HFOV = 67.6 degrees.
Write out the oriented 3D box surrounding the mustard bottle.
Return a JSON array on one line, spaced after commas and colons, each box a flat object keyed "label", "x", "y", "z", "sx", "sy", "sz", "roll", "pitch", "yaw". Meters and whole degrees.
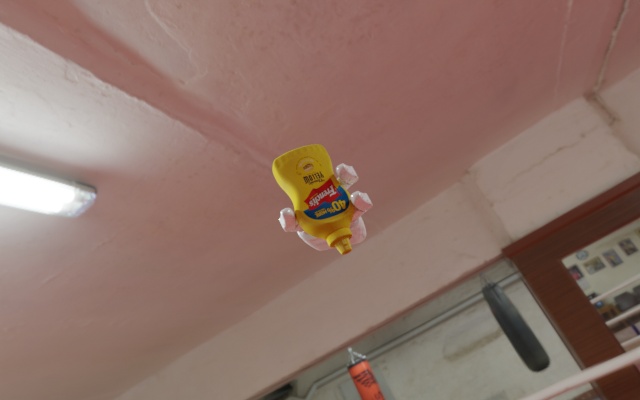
[{"label": "mustard bottle", "x": 0.000, "y": 0.002, "z": 0.778, "sx": 0.096, "sy": 0.191, "sz": 0.058, "roll": -20, "pitch": -23, "yaw": -19}]
